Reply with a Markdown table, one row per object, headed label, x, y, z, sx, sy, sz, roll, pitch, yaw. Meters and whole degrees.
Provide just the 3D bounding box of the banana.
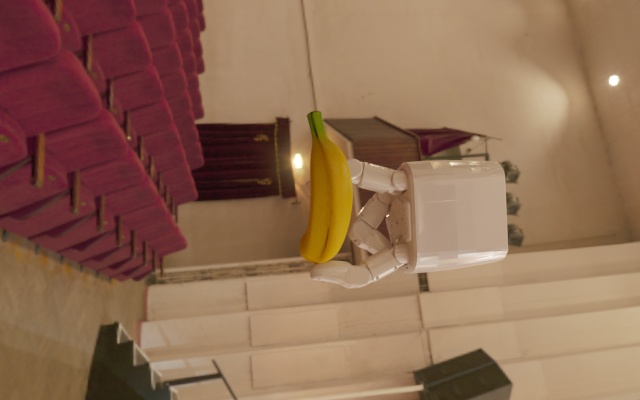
| label | x | y | z | sx | sy | sz | roll | pitch | yaw |
| --- | --- | --- | --- | --- | --- | --- | --- | --- | --- |
| banana | 0.003 | 0.014 | 0.443 | 0.037 | 0.069 | 0.198 | -4 | -40 | -10 |
